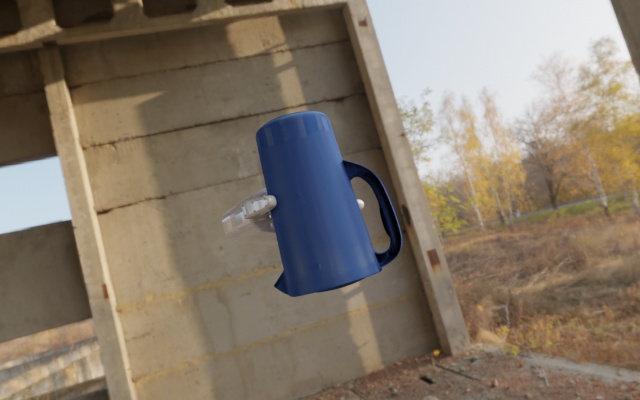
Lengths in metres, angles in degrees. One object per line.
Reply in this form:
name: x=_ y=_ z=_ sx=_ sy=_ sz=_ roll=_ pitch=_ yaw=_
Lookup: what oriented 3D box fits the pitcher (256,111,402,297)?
pitcher: x=0.000 y=0.002 z=0.667 sx=0.149 sy=0.243 sz=0.145 roll=-11 pitch=-7 yaw=-36
